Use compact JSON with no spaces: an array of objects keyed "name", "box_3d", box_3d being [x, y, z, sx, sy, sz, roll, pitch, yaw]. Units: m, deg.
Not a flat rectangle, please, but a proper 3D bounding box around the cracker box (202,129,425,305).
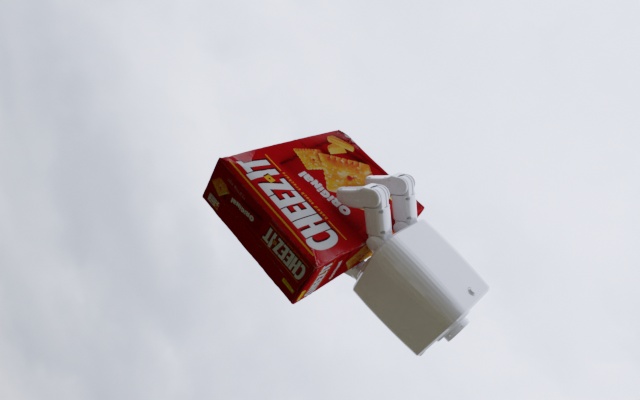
[{"name":"cracker box","box_3d":[0.000,0.002,0.564,0.164,0.072,0.213,46,39,20]}]
